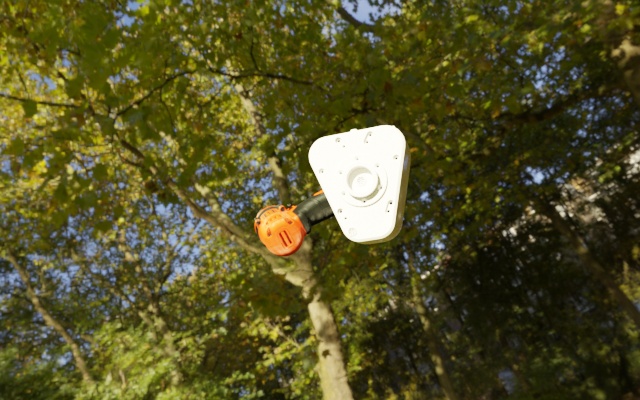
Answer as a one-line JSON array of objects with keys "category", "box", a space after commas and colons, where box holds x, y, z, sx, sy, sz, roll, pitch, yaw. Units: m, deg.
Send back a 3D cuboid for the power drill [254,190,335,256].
[{"category": "power drill", "box": [0.001, 0.002, 0.629, 0.187, 0.057, 0.184, -31, 12, -7]}]
